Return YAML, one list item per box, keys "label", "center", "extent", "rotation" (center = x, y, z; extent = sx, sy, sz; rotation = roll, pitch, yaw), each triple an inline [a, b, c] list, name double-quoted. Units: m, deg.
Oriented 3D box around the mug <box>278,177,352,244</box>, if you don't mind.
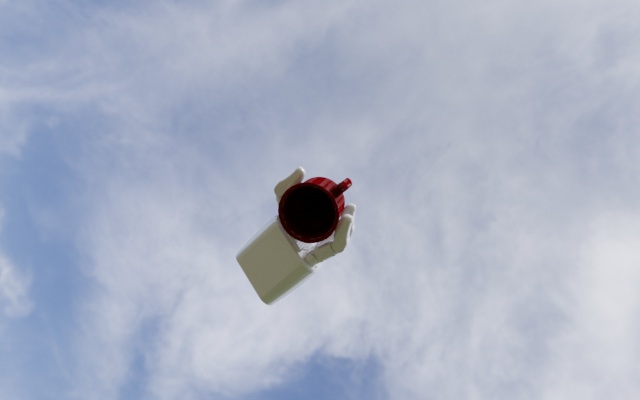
- label: "mug"
  center: [0.001, 0.001, 0.732]
  extent: [0.117, 0.093, 0.081]
  rotation: [-39, 2, 20]
